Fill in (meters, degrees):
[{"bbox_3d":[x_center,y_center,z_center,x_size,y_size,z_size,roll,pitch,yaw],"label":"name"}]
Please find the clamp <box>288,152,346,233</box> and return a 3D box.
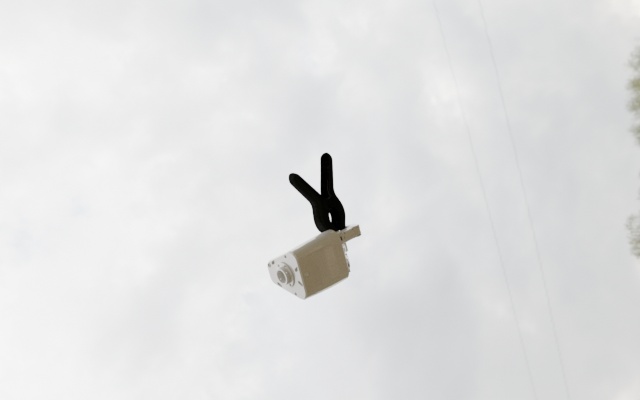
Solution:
[{"bbox_3d":[0.000,0.003,0.899,0.120,0.171,0.039,-23,8,-42],"label":"clamp"}]
